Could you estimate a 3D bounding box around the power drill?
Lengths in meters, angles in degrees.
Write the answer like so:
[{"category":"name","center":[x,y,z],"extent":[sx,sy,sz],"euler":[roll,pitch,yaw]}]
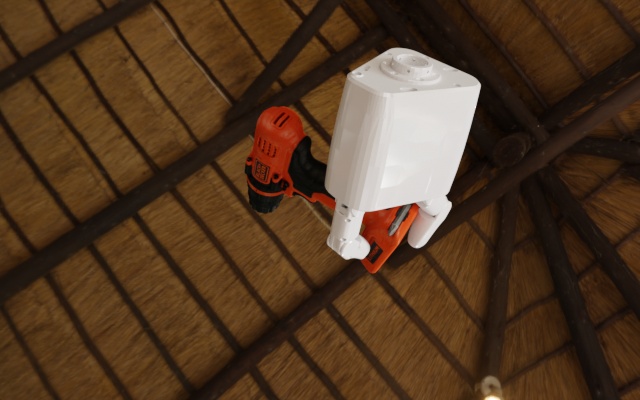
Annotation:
[{"category":"power drill","center":[0.001,0.002,0.526],"extent":[0.187,0.057,0.184],"euler":[32,-28,5]}]
